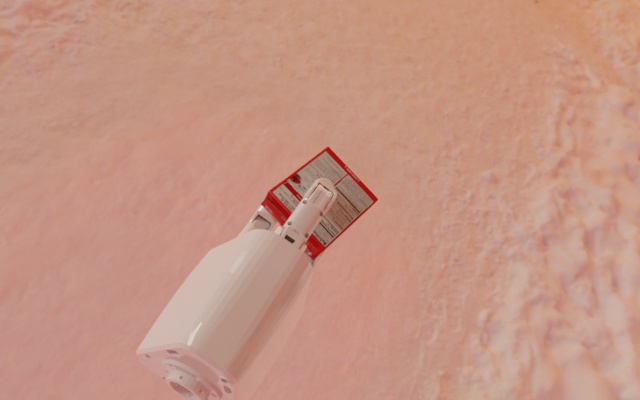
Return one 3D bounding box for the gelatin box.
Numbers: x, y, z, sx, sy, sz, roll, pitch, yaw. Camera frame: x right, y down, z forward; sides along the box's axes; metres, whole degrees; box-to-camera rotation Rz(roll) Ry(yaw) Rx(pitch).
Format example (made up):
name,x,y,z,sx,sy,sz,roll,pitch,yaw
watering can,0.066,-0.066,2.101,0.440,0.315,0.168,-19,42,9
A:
name,x,y,z,sx,sy,sz,roll,pitch,yaw
gelatin box,0.000,0.001,0.453,0.089,0.073,0.030,-40,-6,-34
